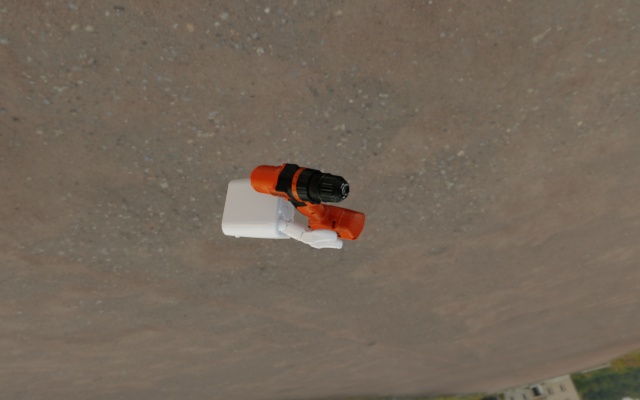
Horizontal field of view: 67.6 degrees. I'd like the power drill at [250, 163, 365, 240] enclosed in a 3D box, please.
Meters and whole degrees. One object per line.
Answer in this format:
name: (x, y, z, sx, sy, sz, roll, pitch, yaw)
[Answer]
power drill: (0.000, 0.003, 0.783, 0.184, 0.057, 0.188, 11, -20, 38)
